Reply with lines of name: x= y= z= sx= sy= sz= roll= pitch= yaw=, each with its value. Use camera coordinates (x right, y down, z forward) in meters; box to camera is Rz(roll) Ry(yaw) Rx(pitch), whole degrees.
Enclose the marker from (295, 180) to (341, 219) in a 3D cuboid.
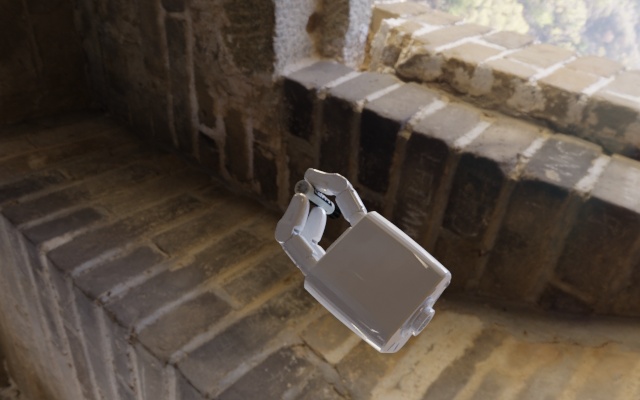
marker: x=0.000 y=0.002 z=0.595 sx=0.020 sy=0.020 sz=0.121 roll=0 pitch=-16 yaw=21
